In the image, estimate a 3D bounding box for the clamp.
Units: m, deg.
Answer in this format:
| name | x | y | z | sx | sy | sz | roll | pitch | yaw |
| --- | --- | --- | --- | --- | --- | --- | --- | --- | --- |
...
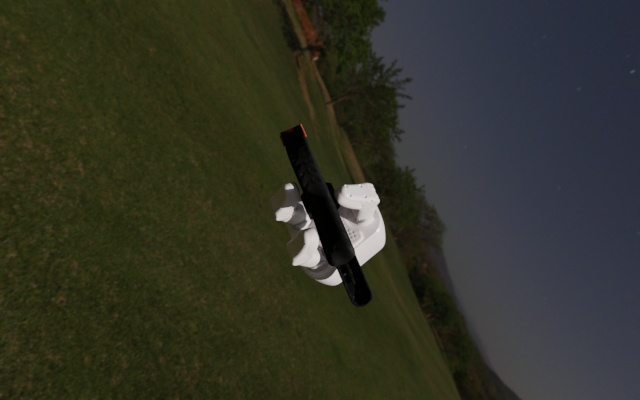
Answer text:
| name | x | y | z | sx | sy | sz | roll | pitch | yaw |
| --- | --- | --- | --- | --- | --- | --- | --- | --- | --- |
| clamp | 0.001 | 0.001 | 0.494 | 0.036 | 0.210 | 0.165 | -23 | -21 | 0 |
